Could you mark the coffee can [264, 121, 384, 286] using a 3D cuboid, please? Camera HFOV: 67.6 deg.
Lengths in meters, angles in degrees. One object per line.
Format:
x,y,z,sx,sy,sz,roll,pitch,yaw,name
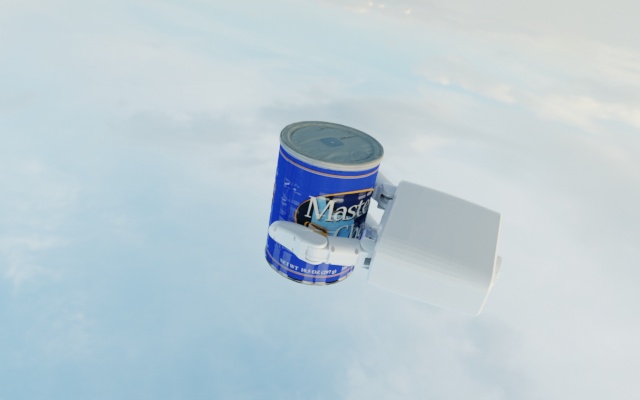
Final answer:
0.000,0.001,0.497,0.103,0.140,0.102,8,29,-5,coffee can
